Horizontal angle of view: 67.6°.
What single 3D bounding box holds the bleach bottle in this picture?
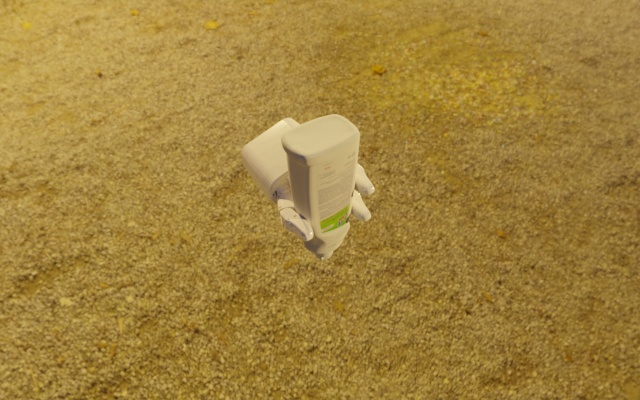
[{"bbox_3d":[0.000,0.002,0.694,0.102,0.251,0.068,-26,51,-24],"label":"bleach bottle"}]
